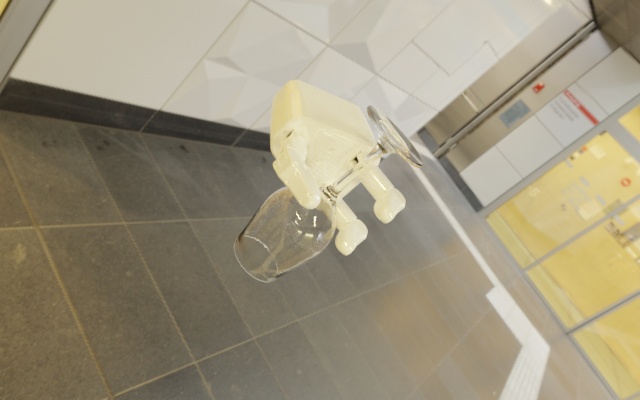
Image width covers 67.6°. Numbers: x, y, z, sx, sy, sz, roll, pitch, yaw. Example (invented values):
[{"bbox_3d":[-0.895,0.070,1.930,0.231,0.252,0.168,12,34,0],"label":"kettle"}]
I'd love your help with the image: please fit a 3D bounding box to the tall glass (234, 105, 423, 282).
[{"bbox_3d":[0.001,0.001,0.473,0.201,0.079,0.079,-42,-19,23],"label":"tall glass"}]
